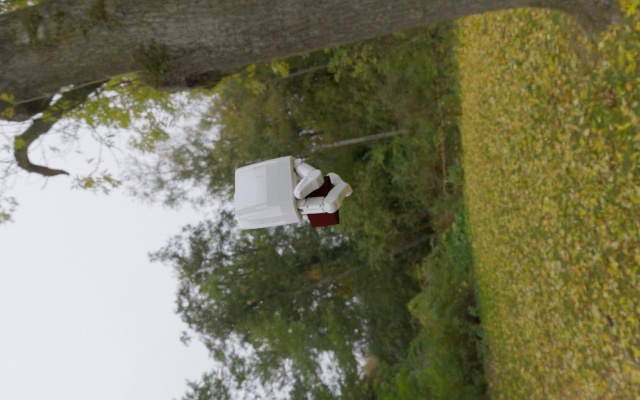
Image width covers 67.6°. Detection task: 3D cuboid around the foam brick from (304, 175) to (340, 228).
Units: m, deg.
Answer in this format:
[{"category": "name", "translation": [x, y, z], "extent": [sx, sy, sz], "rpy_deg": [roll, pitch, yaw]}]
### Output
[{"category": "foam brick", "translation": [0.000, 0.003, 0.848], "extent": [0.051, 0.053, 0.078], "rpy_deg": [-11, -45, 9]}]
